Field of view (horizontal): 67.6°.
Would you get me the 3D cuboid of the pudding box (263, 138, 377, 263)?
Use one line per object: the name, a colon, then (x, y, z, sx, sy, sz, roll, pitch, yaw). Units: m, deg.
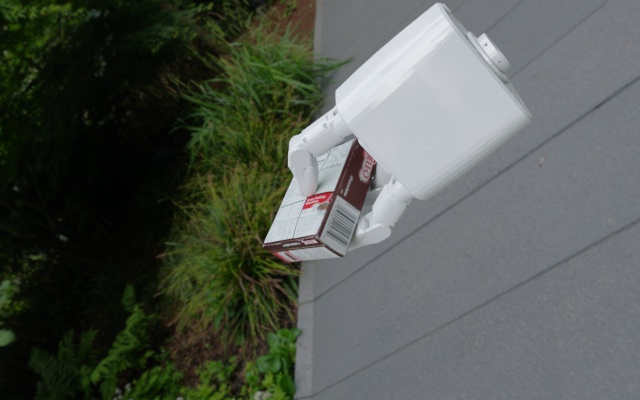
pudding box: (0.000, 0.001, 0.464, 0.039, 0.113, 0.090, 38, -31, -27)
